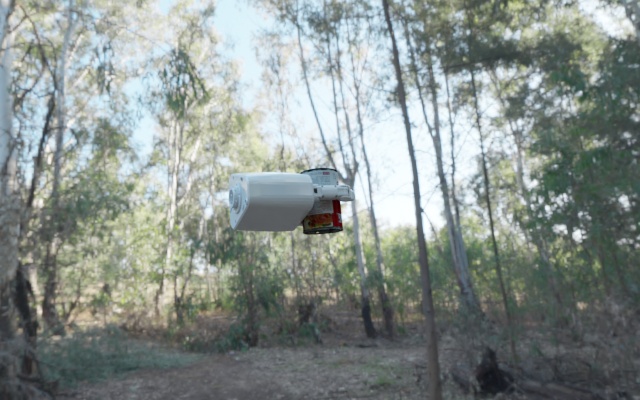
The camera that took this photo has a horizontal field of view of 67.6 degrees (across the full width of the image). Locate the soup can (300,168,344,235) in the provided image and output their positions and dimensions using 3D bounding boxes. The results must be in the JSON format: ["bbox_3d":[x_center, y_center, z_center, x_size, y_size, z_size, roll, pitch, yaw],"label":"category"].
[{"bbox_3d":[0.001,0.002,0.799,0.068,0.102,0.068,-5,-11,-1],"label":"soup can"}]
